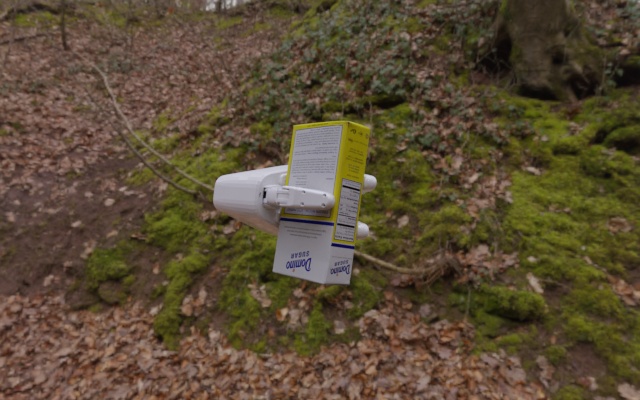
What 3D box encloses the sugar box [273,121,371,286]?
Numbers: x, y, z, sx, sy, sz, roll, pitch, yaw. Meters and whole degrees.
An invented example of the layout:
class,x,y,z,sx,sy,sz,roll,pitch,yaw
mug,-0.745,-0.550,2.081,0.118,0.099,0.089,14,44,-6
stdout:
class,x,y,z,sx,sy,sz,roll,pitch,yaw
sugar box,0.000,0.002,0.540,0.048,0.176,0.093,9,-3,-42
